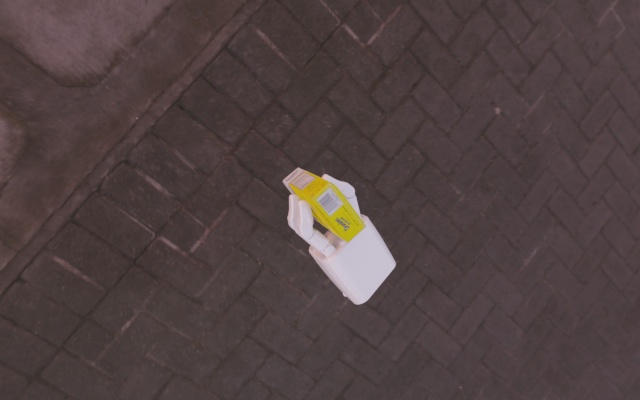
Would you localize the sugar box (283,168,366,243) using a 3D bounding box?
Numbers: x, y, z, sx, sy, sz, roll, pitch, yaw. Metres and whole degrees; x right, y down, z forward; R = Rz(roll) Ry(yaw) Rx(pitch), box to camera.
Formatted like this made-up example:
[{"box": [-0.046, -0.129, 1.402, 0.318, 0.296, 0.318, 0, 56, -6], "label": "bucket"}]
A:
[{"box": [0.000, 0.003, 0.779, 0.048, 0.093, 0.176, -42, 20, -10], "label": "sugar box"}]
